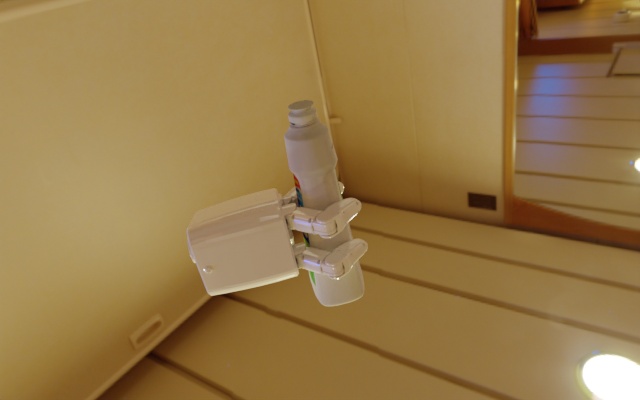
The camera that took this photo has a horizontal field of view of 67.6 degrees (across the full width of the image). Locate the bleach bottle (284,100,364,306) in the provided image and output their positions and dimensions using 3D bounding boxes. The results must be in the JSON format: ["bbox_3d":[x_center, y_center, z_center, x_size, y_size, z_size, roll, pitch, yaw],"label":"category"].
[{"bbox_3d":[0.000,0.002,0.572,0.068,0.251,0.102,-14,29,-4],"label":"bleach bottle"}]
